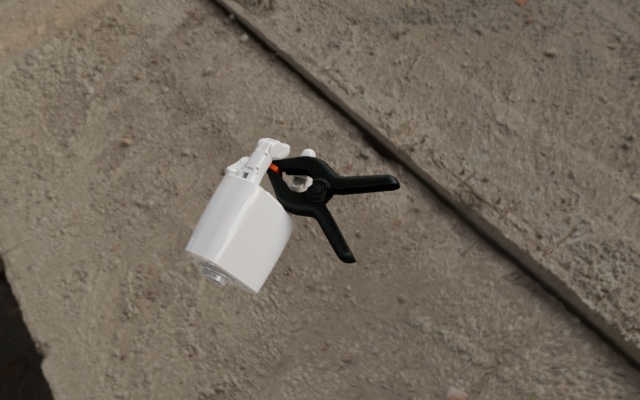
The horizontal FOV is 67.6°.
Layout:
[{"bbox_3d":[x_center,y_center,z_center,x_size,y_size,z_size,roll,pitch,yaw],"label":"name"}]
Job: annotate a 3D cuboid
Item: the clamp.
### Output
[{"bbox_3d":[0.000,0.002,0.593,0.171,0.120,0.039,18,-22,21],"label":"clamp"}]
